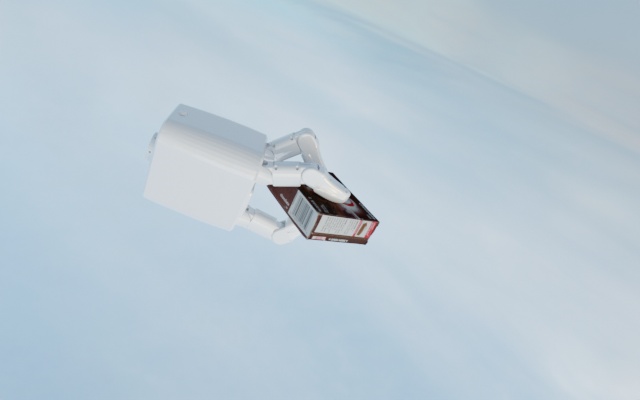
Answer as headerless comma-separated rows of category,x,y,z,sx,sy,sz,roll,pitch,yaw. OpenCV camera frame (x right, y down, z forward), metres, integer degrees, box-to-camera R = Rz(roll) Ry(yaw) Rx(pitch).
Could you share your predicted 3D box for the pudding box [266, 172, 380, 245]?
pudding box,0.000,0.002,0.549,0.090,0.039,0.113,8,31,-38
